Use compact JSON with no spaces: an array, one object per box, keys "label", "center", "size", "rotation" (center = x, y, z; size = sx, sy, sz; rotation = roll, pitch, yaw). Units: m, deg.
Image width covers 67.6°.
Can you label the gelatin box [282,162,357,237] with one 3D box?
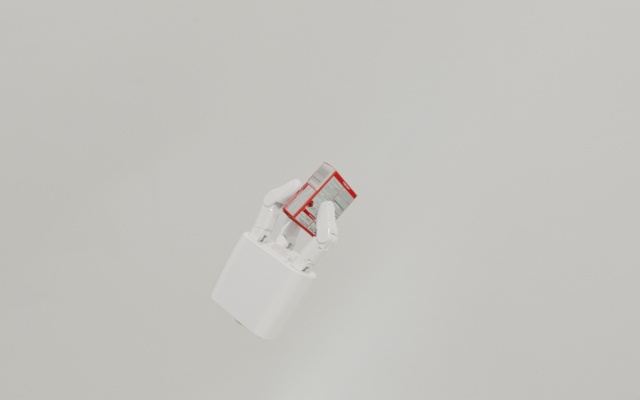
[{"label":"gelatin box","center":[0.001,0.002,0.659],"size":[0.030,0.089,0.073],"rotation":[41,-2,40]}]
